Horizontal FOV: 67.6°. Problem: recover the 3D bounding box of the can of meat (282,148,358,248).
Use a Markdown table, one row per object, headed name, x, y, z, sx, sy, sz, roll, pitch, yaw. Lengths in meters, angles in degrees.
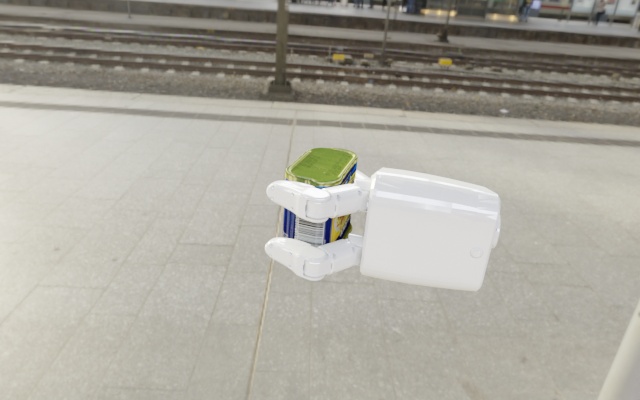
| name | x | y | z | sx | sy | sz | roll | pitch | yaw |
| --- | --- | --- | --- | --- | --- | --- | --- | --- | --- |
| can of meat | 0.000 | 0.001 | 0.464 | 0.057 | 0.084 | 0.102 | 11 | 25 | 13 |
